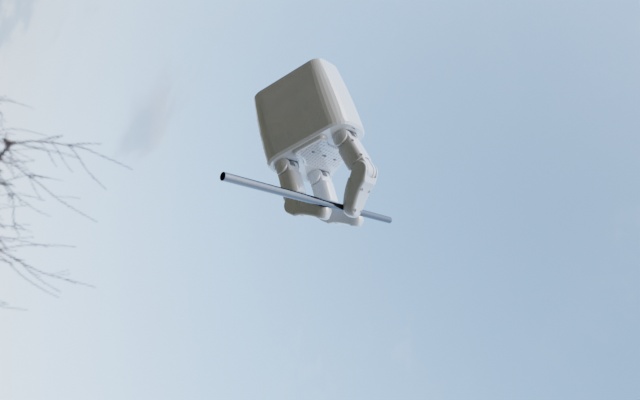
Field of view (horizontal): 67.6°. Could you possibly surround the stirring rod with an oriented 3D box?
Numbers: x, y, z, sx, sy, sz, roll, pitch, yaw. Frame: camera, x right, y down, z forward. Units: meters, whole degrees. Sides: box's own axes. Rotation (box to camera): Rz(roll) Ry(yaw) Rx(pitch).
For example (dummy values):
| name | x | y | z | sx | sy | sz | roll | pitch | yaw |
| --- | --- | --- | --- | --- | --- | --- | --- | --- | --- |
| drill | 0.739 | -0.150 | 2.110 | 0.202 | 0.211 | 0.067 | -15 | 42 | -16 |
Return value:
| name | x | y | z | sx | sy | sz | roll | pitch | yaw |
| --- | --- | --- | --- | --- | --- | --- | --- | --- | --- |
| stirring rod | 0.000 | 0.001 | 0.486 | 0.011 | 0.011 | 0.239 | 0 | -11 | 44 |
